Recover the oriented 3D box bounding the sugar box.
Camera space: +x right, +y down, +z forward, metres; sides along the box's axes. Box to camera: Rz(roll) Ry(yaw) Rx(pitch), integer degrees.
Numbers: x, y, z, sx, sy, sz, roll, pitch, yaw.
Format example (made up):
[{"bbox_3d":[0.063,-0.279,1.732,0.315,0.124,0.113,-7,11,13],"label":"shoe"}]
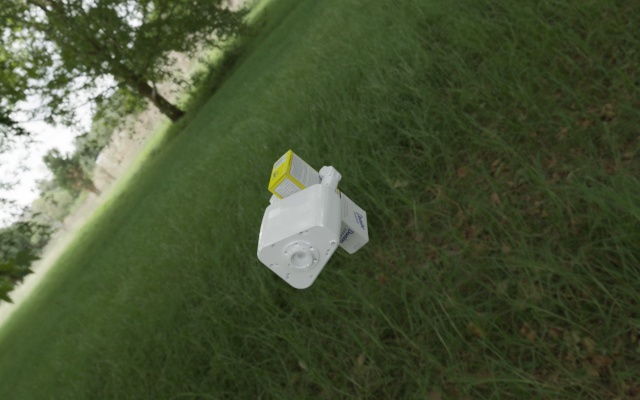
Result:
[{"bbox_3d":[0.000,0.003,0.765,0.048,0.176,0.093,-40,21,22],"label":"sugar box"}]
